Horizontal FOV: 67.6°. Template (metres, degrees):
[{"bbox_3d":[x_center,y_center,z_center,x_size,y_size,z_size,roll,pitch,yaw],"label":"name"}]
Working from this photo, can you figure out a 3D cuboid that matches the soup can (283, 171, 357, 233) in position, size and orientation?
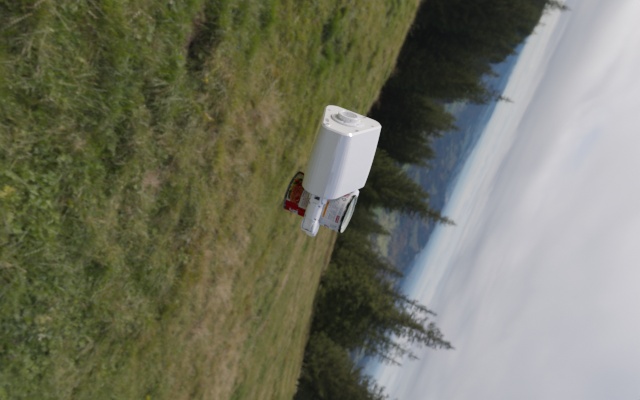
[{"bbox_3d":[0.000,0.003,0.771,0.102,0.068,0.068,23,5,12],"label":"soup can"}]
